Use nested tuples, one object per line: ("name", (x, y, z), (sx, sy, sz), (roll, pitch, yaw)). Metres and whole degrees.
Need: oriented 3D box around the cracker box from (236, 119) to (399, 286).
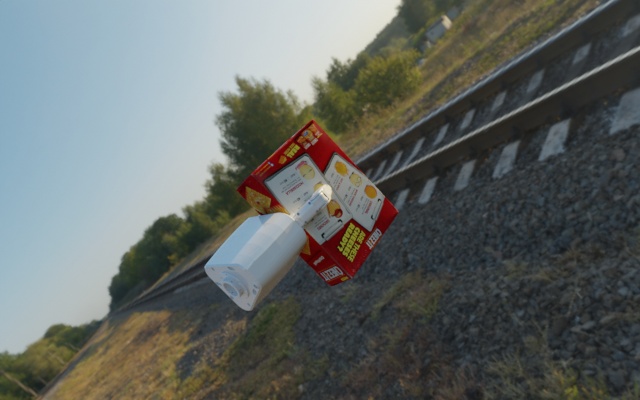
("cracker box", (0.000, 0.002, 0.761), (0.164, 0.214, 0.072), (-48, 9, -37))
